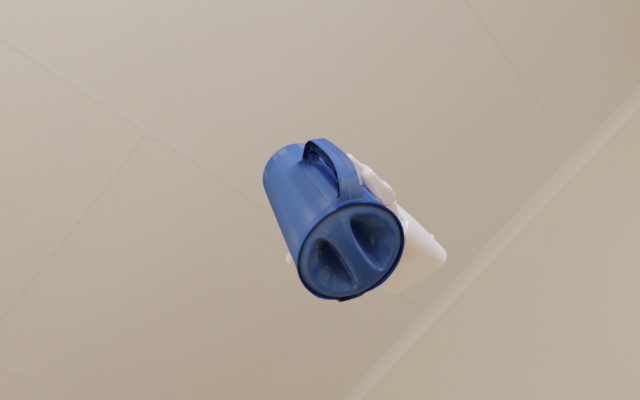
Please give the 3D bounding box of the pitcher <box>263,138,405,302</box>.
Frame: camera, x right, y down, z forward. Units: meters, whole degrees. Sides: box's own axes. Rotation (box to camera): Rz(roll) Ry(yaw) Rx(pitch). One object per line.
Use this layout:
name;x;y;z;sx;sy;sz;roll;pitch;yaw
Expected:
pitcher;0.000;0.002;0.636;0.145;0.149;0.242;34;11;-32
